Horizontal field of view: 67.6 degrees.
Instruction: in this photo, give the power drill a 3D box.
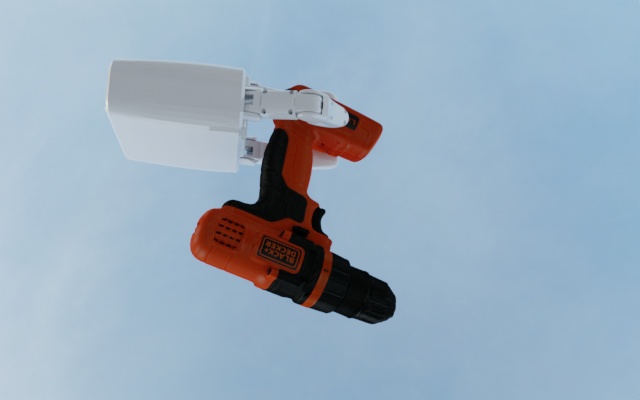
[{"bbox_3d":[0.000,0.001,0.429,0.184,0.187,0.057,25,-29,-15],"label":"power drill"}]
